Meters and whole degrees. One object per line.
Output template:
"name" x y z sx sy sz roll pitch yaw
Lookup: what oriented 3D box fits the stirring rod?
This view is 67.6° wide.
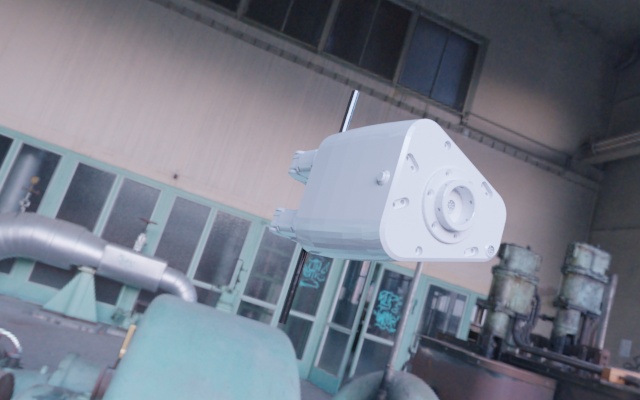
"stirring rod" 0.000 0.002 0.466 0.011 0.239 0.011 17 -11 3
